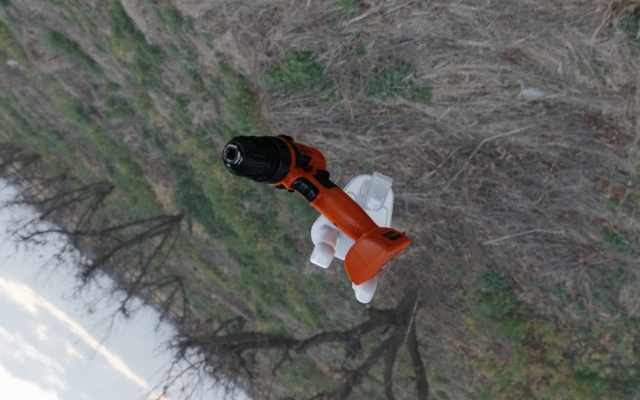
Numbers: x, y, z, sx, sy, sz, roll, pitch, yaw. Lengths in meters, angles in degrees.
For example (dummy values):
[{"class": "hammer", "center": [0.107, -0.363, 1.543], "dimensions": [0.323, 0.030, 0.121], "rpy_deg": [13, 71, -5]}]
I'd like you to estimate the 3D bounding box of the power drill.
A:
[{"class": "power drill", "center": [0.000, 0.002, 0.507], "dimensions": [0.187, 0.057, 0.184], "rpy_deg": [46, 19, 16]}]
